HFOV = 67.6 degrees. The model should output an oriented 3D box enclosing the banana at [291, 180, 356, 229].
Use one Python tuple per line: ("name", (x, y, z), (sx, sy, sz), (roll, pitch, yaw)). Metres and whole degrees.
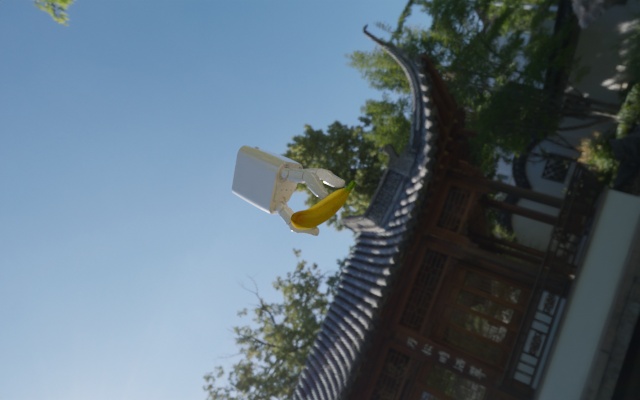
("banana", (-0.002, 0.017, 0.904), (0.037, 0.070, 0.197), (31, 37, 21))
